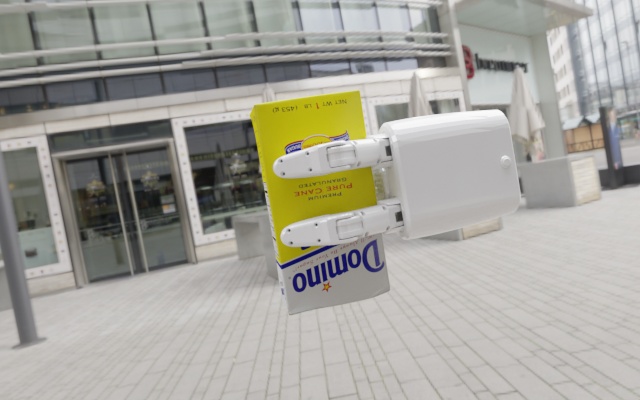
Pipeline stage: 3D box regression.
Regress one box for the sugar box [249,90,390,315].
[{"bbox_3d":[0.000,0.001,0.411,0.093,0.176,0.048,-11,2,-10],"label":"sugar box"}]
